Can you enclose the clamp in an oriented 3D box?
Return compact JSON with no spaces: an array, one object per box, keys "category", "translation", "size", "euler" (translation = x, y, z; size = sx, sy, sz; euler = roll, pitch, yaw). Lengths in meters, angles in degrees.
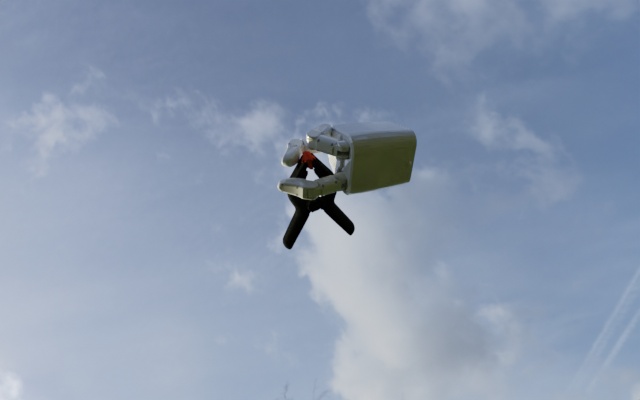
[{"category":"clamp","translation":[0.000,0.002,0.751],"size":[0.120,0.172,0.039],"euler":[-9,38,-17]}]
